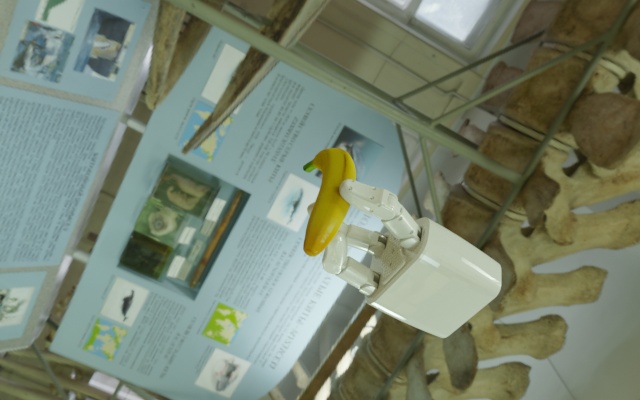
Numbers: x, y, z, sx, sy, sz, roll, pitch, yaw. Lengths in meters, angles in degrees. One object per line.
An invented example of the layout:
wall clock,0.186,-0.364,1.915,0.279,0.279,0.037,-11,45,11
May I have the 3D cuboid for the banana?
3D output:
banana,0.011,-0.014,0.522,0.037,0.070,0.197,31,23,-15
